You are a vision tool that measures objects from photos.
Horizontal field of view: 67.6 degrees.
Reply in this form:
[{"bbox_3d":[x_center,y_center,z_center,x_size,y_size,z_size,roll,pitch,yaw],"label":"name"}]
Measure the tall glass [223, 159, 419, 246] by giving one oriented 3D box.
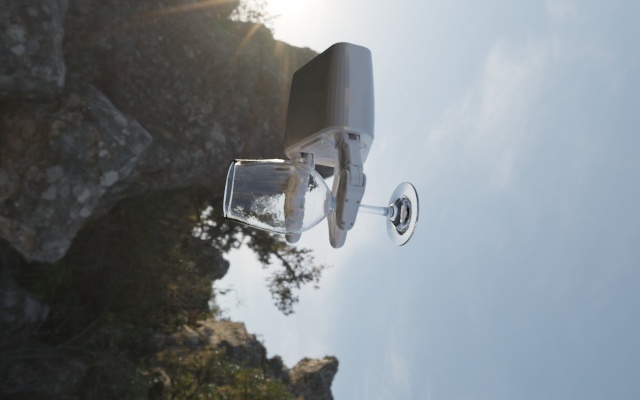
[{"bbox_3d":[0.001,0.002,0.515,0.201,0.079,0.079,8,-3,-18],"label":"tall glass"}]
